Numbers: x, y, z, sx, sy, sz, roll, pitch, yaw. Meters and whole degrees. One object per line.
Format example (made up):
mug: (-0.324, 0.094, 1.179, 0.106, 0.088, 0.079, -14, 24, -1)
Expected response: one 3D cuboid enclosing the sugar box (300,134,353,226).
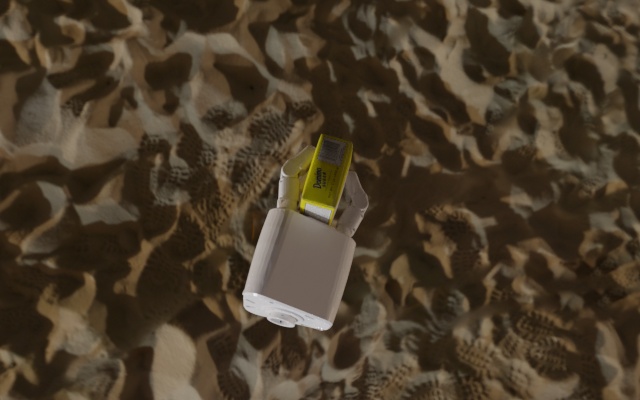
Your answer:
sugar box: (0.000, 0.002, 0.616, 0.048, 0.093, 0.176, 17, -27, 0)
